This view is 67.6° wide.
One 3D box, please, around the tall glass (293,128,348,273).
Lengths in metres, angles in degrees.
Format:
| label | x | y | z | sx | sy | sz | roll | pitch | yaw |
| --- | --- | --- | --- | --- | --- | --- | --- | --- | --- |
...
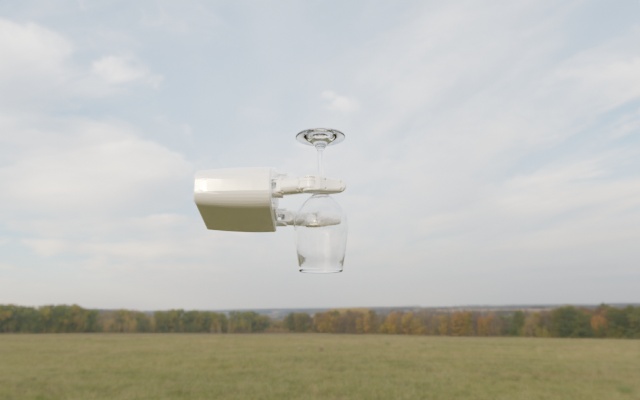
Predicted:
| label | x | y | z | sx | sy | sz | roll | pitch | yaw |
| --- | --- | --- | --- | --- | --- | --- | --- | --- | --- |
| tall glass | 0.000 | 0.002 | 0.689 | 0.079 | 0.201 | 0.079 | -1 | -13 | 0 |
